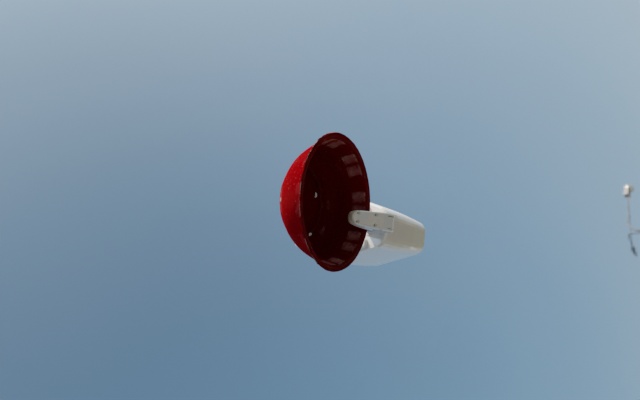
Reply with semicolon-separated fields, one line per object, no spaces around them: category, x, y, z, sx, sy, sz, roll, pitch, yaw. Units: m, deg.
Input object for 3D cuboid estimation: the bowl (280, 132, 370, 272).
bowl;-0.001;0.001;0.567;0.055;0.162;0.162;0;0;32
